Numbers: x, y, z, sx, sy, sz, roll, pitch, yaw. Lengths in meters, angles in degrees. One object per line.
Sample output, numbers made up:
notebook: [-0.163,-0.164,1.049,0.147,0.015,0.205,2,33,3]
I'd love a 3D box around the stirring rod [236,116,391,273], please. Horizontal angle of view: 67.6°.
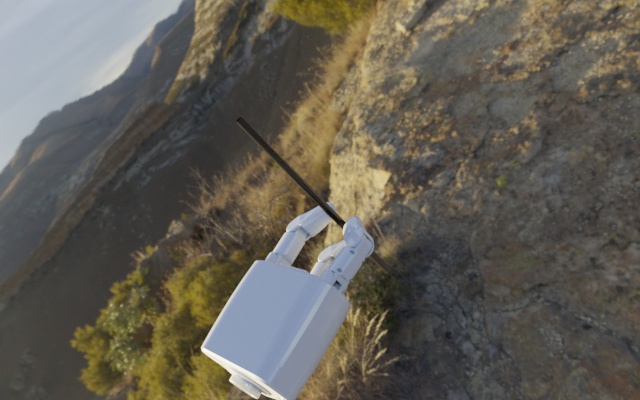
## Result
stirring rod: [0.000,0.002,0.501,0.240,0.011,0.011,45,-22,-23]
